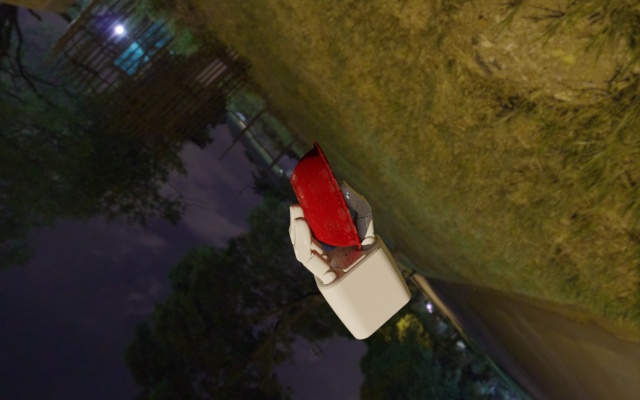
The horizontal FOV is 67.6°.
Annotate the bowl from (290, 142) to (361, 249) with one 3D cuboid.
[{"bbox_3d":[-0.001,0.001,0.666,0.055,0.162,0.162,-23,1,-2],"label":"bowl"}]
